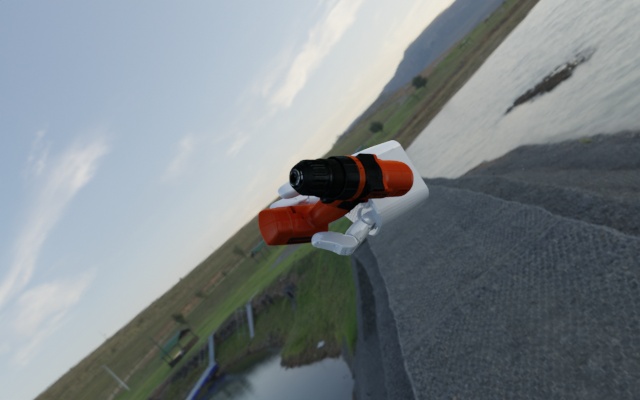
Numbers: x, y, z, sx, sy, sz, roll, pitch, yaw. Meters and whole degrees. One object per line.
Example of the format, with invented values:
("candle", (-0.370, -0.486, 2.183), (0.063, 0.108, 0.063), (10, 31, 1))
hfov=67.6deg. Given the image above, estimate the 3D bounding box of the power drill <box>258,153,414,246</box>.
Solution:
("power drill", (0.000, 0.002, 0.604), (0.184, 0.057, 0.188), (0, -22, -41))
